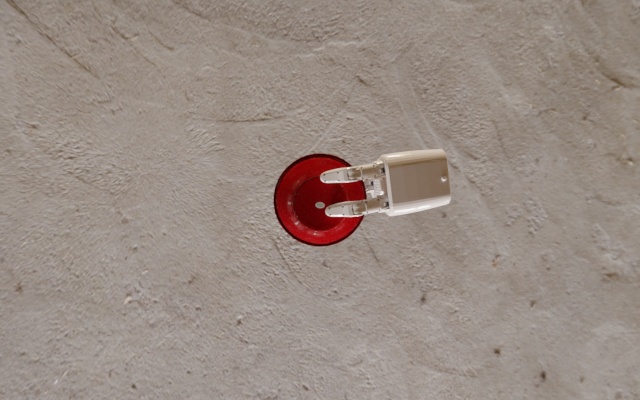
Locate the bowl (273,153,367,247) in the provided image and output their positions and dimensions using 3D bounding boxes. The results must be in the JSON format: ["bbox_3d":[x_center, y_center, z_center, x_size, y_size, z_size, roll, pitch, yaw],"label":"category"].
[{"bbox_3d":[-0.001,0.003,0.795,0.162,0.162,0.055,0,6,-1],"label":"bowl"}]
